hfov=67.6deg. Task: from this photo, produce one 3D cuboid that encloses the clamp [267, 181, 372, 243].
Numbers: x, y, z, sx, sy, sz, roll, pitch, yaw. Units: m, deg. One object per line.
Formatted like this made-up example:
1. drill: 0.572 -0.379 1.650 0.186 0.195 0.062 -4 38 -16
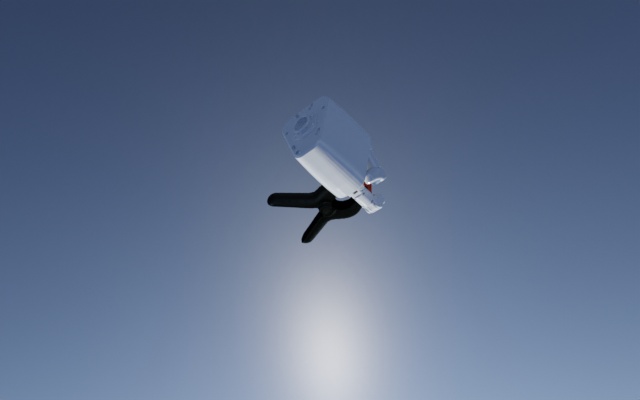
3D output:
1. clamp: 0.000 0.003 0.788 0.171 0.039 0.120 -32 -51 25
